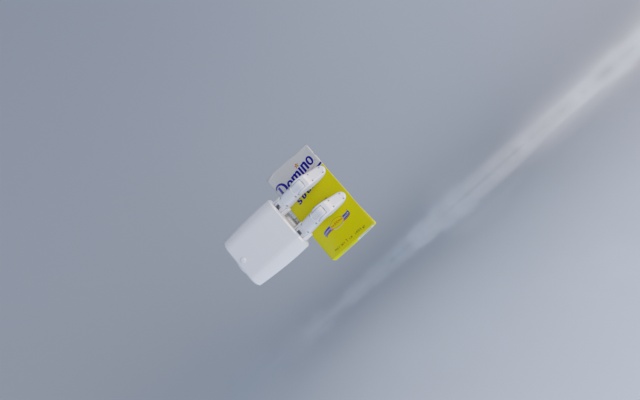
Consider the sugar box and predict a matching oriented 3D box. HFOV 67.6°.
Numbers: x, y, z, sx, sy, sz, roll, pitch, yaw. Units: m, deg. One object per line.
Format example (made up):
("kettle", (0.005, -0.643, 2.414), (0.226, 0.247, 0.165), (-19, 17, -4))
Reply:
("sugar box", (0.000, 0.003, 0.790), (0.093, 0.176, 0.048), (-42, -11, 3))
